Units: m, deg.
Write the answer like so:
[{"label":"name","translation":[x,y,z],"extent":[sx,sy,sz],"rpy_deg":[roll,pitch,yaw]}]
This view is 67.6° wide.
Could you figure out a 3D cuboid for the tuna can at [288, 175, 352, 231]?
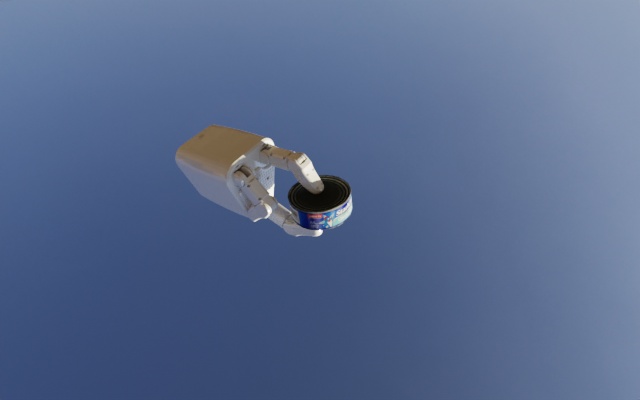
[{"label":"tuna can","translation":[0.000,0.003,0.649],"extent":[0.086,0.034,0.086],"rpy_deg":[-5,36,4]}]
